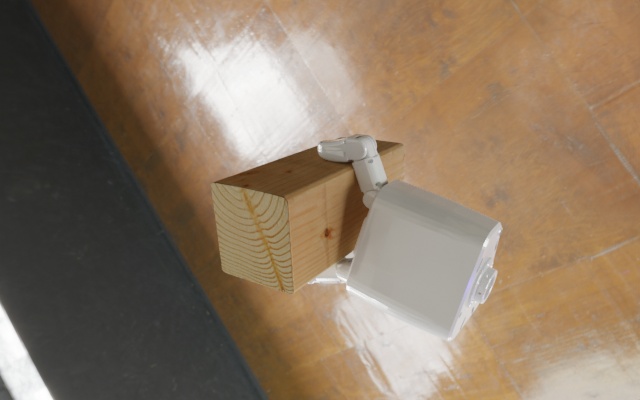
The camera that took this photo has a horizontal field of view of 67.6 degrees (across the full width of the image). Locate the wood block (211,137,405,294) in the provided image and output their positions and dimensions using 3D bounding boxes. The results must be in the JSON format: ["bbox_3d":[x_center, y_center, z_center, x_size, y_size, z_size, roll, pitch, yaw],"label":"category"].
[{"bbox_3d":[0.000,0.001,0.489,0.090,0.091,0.206,11,24,34],"label":"wood block"}]
